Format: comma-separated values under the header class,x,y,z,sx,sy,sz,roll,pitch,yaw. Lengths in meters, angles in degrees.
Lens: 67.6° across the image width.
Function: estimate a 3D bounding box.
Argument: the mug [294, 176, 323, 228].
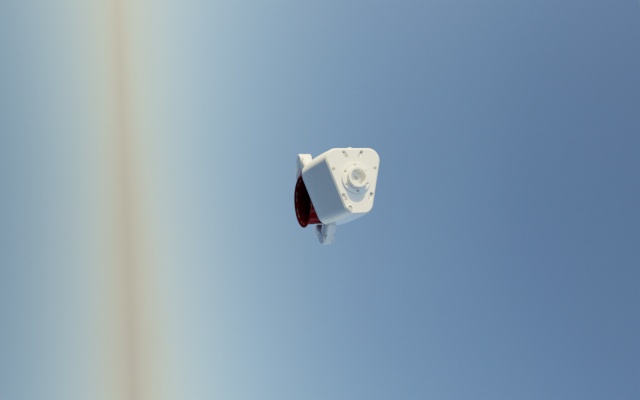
class,x,y,z,sx,sy,sz,roll,pitch,yaw
mug,0.000,0.003,0.881,0.081,0.093,0.117,-3,-8,-21
